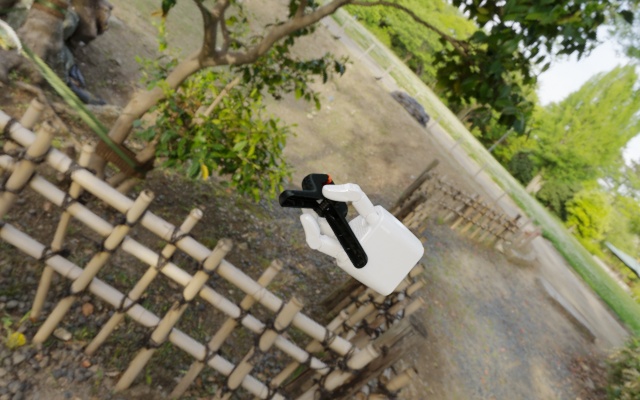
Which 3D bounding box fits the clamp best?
[{"bbox_3d":[0.001,0.002,0.756,0.164,0.036,0.209,39,19,-23],"label":"clamp"}]
